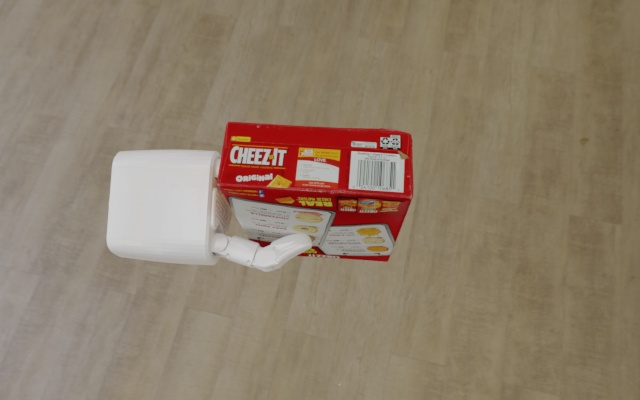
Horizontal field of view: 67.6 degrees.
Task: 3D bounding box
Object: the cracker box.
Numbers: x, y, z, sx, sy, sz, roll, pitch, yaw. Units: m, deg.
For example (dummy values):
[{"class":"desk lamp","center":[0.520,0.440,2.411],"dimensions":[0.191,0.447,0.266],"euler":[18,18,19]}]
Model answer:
[{"class":"cracker box","center":[0.000,0.002,0.496],"dimensions":[0.164,0.072,0.214],"euler":[3,-21,4]}]
